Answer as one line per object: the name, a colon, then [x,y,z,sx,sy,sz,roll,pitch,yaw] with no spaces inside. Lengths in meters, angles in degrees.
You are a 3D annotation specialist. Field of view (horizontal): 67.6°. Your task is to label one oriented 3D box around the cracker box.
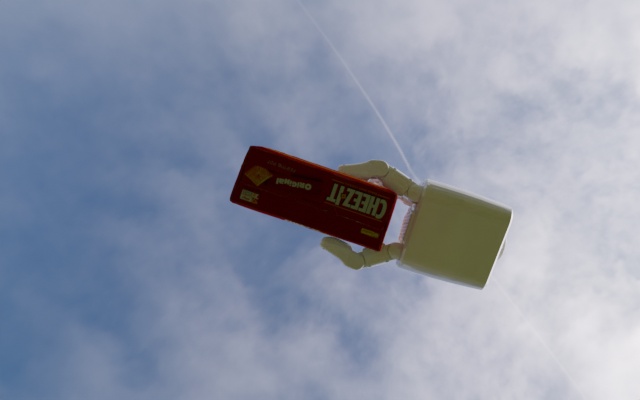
cracker box: [0.000,0.002,0.585,0.164,0.072,0.214,18,-3,4]
